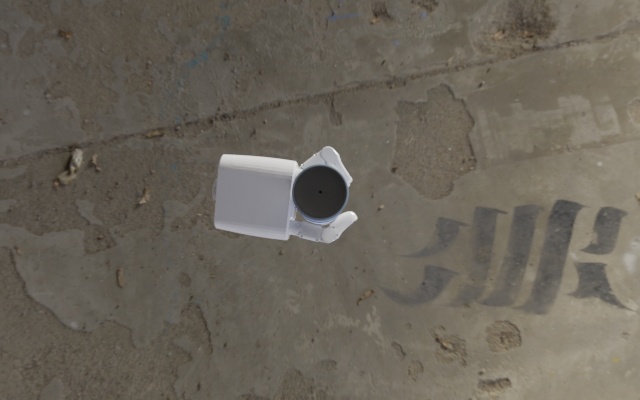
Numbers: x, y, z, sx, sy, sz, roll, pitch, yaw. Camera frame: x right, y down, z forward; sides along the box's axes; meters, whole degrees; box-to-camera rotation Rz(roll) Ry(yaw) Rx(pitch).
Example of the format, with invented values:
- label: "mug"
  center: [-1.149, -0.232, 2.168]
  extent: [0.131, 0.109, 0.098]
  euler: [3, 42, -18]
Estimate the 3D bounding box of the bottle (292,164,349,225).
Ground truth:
- label: "bottle"
  center: [0.000, 0.002, 0.701]
  extent: [0.069, 0.069, 0.296]
  euler: [0, -5, 0]
